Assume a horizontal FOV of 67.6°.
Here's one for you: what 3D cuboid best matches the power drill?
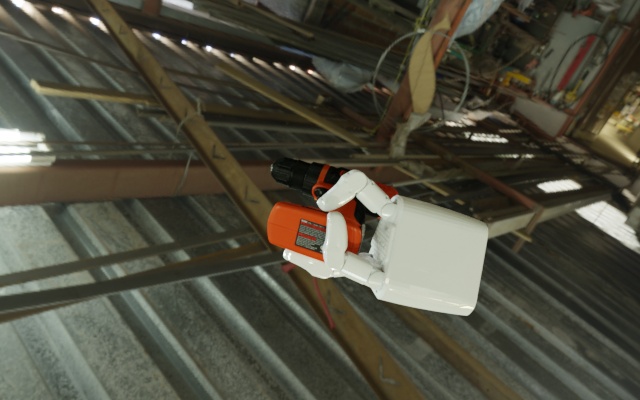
[{"bbox_3d":[0.000,0.002,0.604,0.184,0.057,0.187,16,25,10],"label":"power drill"}]
